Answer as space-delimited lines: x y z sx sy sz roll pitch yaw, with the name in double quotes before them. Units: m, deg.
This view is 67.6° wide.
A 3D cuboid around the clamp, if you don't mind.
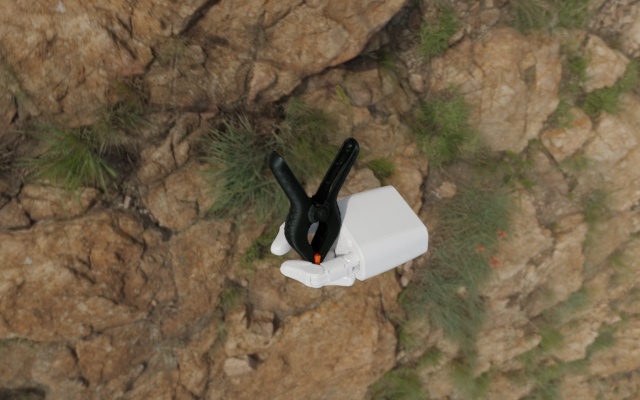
"clamp" 0.000 0.002 0.594 0.120 0.172 0.039 -18 35 -20
